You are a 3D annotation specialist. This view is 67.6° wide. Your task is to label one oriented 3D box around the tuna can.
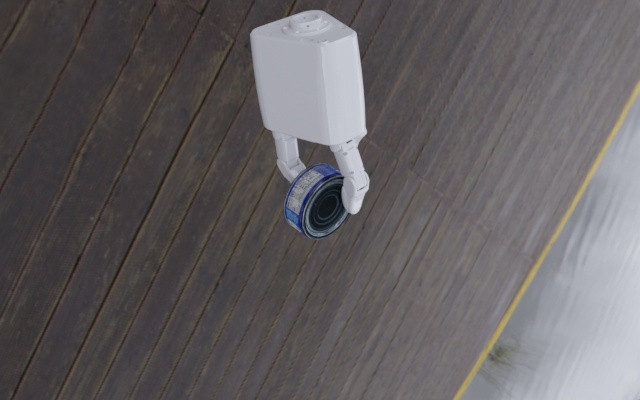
[{"bbox_3d":[0.000,0.002,0.556,0.086,0.086,0.033,0,26,-48],"label":"tuna can"}]
